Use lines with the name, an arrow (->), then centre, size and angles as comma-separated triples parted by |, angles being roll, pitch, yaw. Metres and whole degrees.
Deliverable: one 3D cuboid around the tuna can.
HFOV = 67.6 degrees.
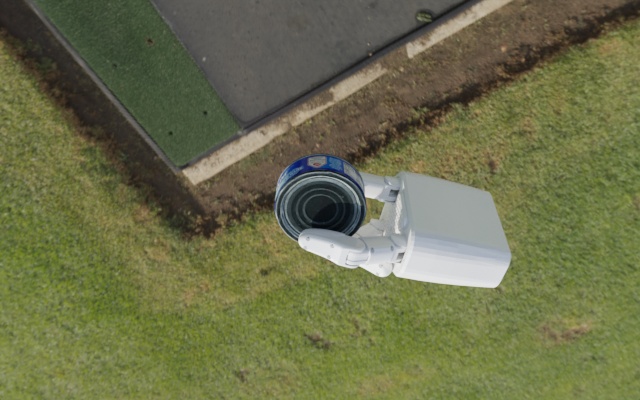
tuna can -> 0.000, 0.002, 0.446 | 0.086, 0.086, 0.033 | 0, 32, 0
